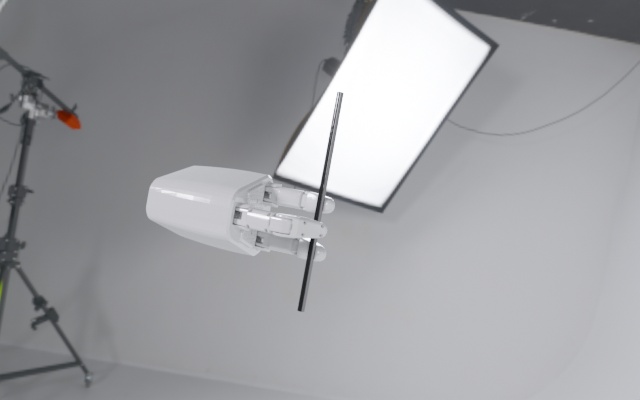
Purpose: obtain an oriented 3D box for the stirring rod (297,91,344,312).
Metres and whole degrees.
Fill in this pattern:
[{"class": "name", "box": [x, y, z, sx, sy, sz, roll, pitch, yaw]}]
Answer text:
[{"class": "stirring rod", "box": [0.000, 0.002, 0.517, 0.011, 0.239, 0.011, 10, 1, 0]}]
